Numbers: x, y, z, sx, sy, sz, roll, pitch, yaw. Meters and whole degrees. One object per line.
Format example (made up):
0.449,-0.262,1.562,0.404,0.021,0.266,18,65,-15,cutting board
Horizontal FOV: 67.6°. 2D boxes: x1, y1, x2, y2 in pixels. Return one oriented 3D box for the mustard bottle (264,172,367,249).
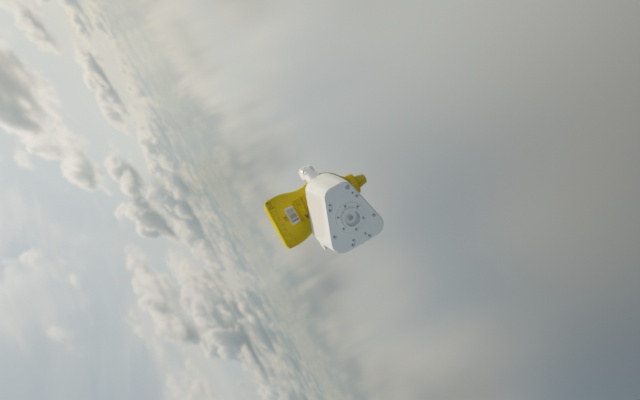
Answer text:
0.000,0.003,0.876,0.191,0.096,0.058,-29,-9,-10,mustard bottle
